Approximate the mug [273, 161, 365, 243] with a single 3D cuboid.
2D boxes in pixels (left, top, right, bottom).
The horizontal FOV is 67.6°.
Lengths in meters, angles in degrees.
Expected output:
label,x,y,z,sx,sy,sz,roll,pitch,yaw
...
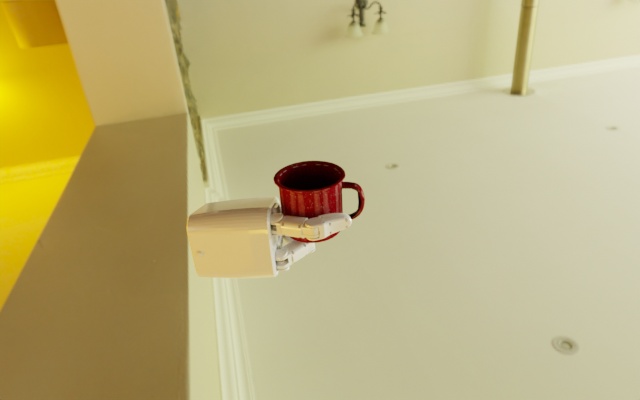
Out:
label,x,y,z,sx,sy,sz,roll,pitch,yaw
mug,0.002,0.002,0.634,0.117,0.081,0.093,-2,29,4
